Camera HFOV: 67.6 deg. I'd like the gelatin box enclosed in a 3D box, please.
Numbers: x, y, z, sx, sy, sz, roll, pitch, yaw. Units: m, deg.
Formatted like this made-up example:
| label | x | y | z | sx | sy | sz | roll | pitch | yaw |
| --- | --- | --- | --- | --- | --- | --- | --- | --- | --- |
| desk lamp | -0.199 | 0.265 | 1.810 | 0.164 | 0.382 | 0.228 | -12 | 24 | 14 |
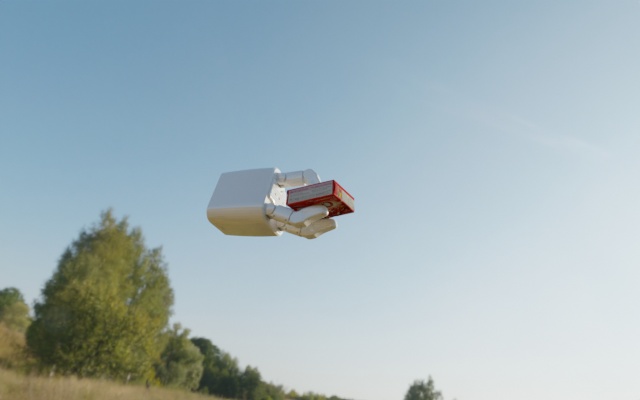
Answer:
| label | x | y | z | sx | sy | sz | roll | pitch | yaw |
| --- | --- | --- | --- | --- | --- | --- | --- | --- | --- |
| gelatin box | 0.000 | 0.002 | 0.769 | 0.089 | 0.030 | 0.073 | -13 | -30 | 26 |
